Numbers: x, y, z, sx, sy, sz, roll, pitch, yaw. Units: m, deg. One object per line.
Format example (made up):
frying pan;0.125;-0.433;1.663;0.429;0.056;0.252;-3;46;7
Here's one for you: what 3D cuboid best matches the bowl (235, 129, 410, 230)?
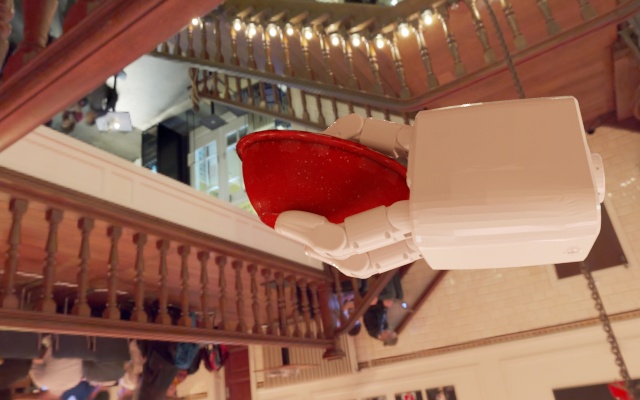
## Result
bowl;-0.001;0.002;0.402;0.162;0.055;0.162;14;-15;4
